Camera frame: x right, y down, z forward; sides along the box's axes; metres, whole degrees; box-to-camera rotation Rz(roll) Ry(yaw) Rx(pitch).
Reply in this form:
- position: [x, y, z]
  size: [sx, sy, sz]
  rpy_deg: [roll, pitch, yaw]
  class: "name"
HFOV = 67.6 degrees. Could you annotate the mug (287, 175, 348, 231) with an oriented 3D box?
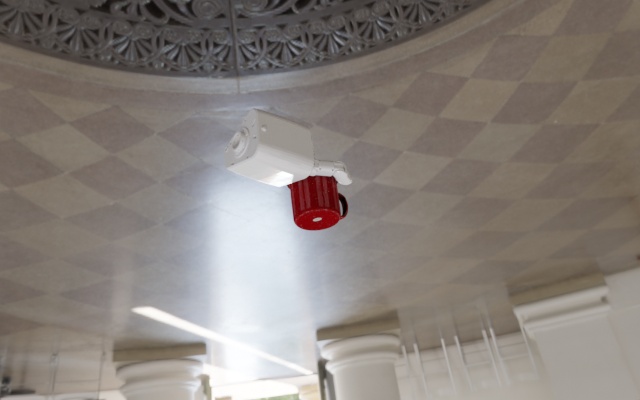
- position: [0.001, 0.003, 0.833]
  size: [0.117, 0.081, 0.093]
  rpy_deg: [17, -37, -36]
  class: "mug"
